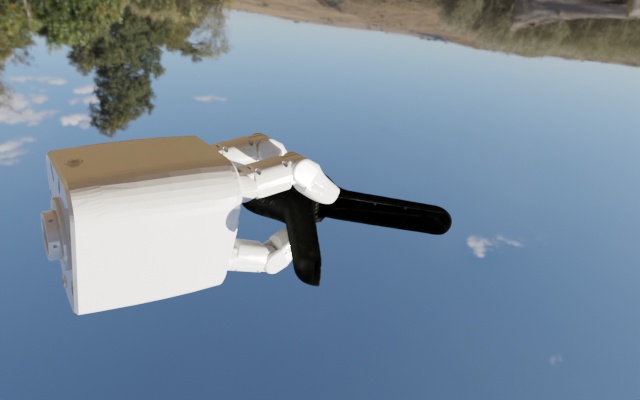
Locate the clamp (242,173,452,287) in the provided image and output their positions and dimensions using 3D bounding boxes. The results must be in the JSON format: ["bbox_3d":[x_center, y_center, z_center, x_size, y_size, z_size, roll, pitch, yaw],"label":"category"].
[{"bbox_3d":[-0.001,0.002,0.433,0.164,0.036,0.210,-10,27,-34],"label":"clamp"}]
